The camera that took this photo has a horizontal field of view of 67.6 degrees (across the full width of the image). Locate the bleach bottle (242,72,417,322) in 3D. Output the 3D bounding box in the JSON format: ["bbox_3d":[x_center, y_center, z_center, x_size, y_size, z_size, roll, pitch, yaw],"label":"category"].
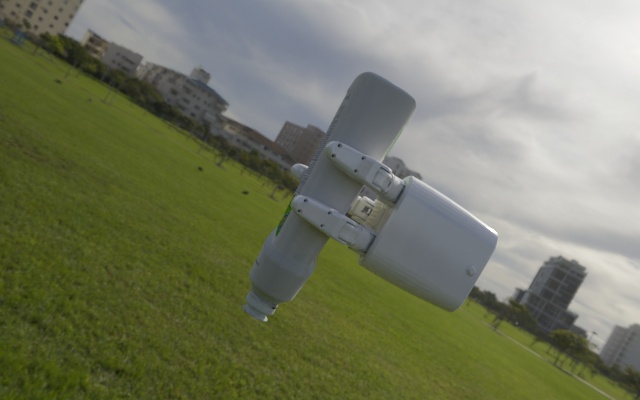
[{"bbox_3d":[0.000,0.001,0.471,0.068,0.251,0.102,31,0,-3],"label":"bleach bottle"}]
